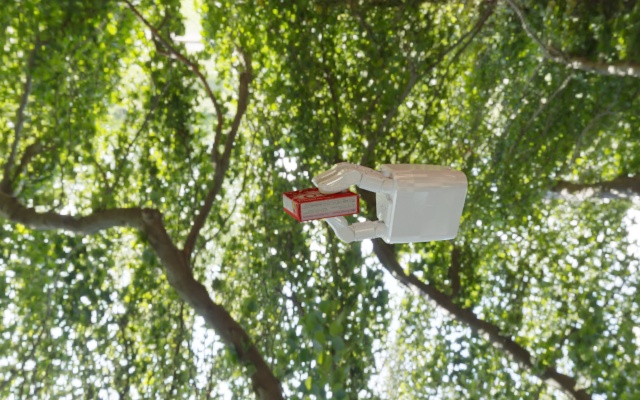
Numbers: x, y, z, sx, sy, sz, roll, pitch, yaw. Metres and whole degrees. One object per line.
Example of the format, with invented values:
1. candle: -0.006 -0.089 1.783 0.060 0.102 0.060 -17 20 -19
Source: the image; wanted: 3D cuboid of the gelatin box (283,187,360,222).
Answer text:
1. gelatin box: 0.000 0.003 0.663 0.089 0.030 0.073 -9 15 -19
